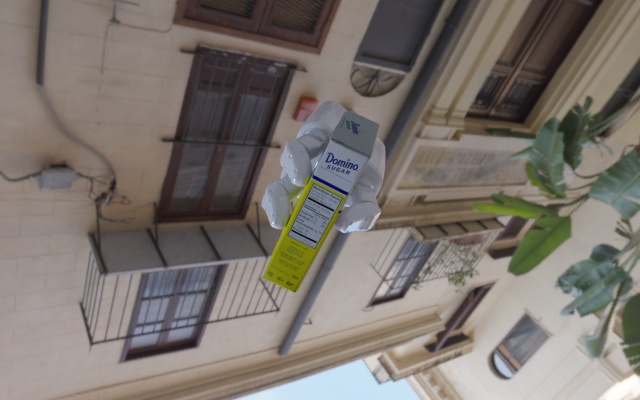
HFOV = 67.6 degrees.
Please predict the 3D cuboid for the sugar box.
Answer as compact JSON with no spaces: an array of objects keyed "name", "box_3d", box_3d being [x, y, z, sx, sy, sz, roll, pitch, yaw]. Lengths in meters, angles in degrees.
[{"name":"sugar box","box_3d":[0.000,0.001,0.490,0.048,0.176,0.093,24,29,-1]}]
